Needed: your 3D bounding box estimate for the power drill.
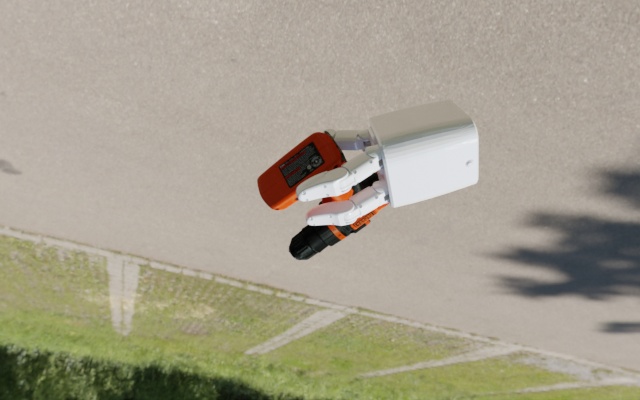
[{"bbox_3d":[0.000,0.002,0.619,0.184,0.057,0.188,-39,-30,10],"label":"power drill"}]
